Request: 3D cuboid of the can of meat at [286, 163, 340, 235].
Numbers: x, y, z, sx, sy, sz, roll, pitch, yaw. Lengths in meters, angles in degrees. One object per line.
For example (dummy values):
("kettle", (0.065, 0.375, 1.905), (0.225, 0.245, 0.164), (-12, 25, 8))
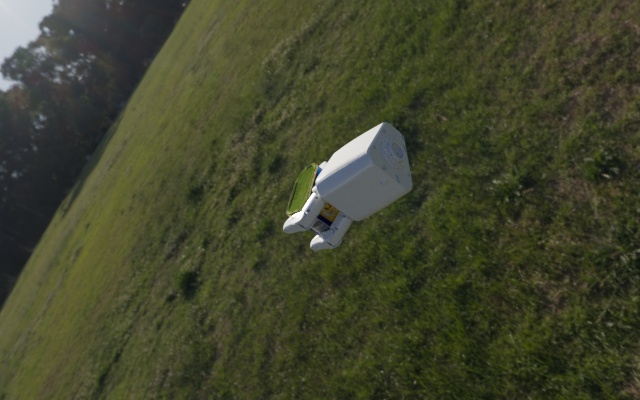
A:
("can of meat", (0.000, 0.002, 0.767), (0.084, 0.102, 0.057), (35, -41, -26))
